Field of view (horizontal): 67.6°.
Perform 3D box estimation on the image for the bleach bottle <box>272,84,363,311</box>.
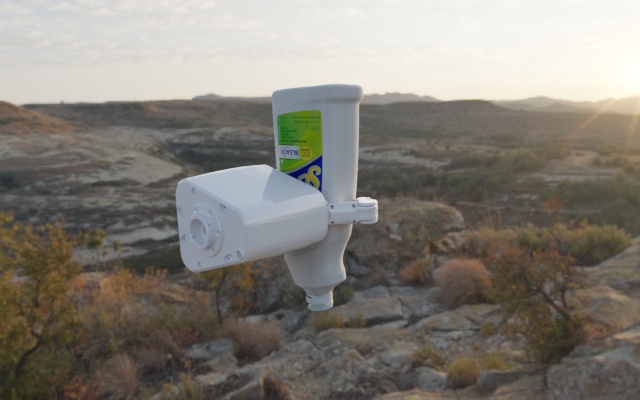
[{"bbox_3d":[0.000,0.002,0.536,0.102,0.251,0.068,5,12,40],"label":"bleach bottle"}]
